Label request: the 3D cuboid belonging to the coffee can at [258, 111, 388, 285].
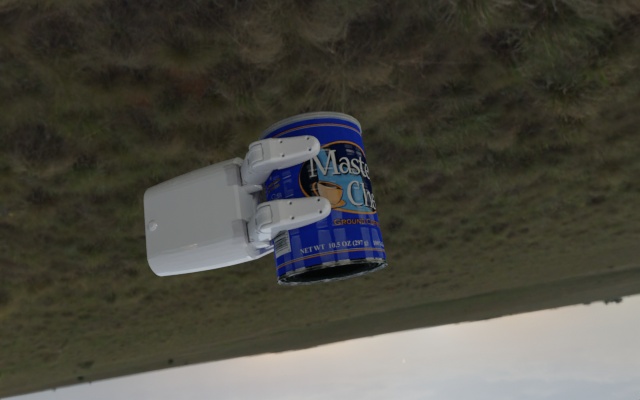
[{"bbox_3d":[0.000,0.001,0.455,0.103,0.140,0.103,-9,-16,-3],"label":"coffee can"}]
